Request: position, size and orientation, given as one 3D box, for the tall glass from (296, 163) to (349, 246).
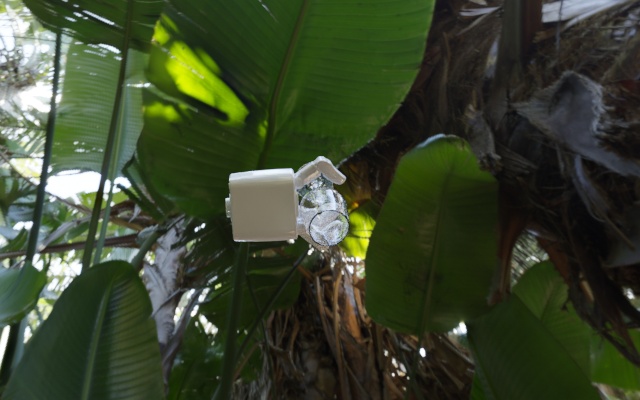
[{"bbox_3d":[0.000,0.002,0.802,0.079,0.079,0.201,0,23,-8],"label":"tall glass"}]
